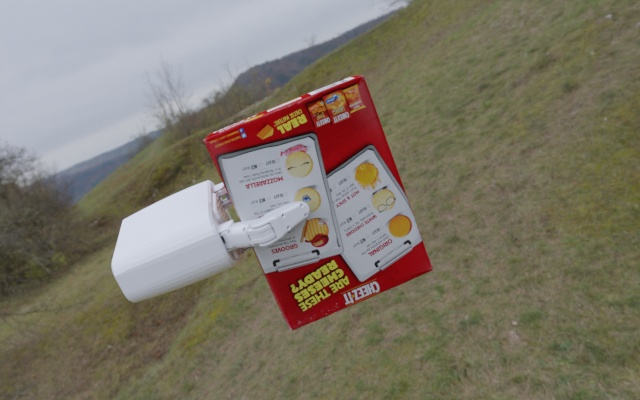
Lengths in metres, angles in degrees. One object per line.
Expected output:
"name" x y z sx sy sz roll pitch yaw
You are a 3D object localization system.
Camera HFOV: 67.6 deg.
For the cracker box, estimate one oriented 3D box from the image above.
"cracker box" 0.000 0.002 0.496 0.164 0.214 0.072 -23 15 -2
